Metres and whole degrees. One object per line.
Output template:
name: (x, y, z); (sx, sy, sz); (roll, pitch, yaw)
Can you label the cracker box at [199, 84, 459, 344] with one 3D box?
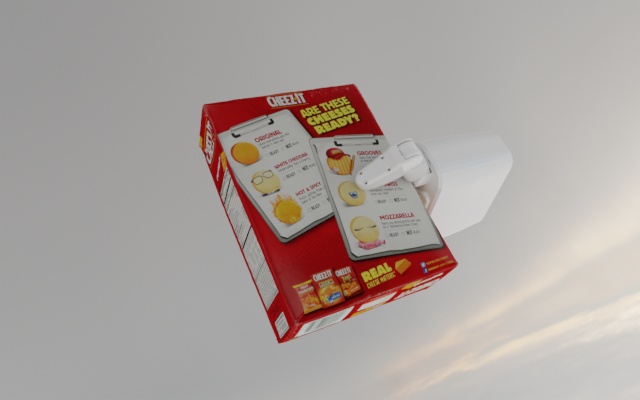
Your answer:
cracker box: (0.000, 0.002, 0.443); (0.164, 0.213, 0.072); (-14, -25, -27)
